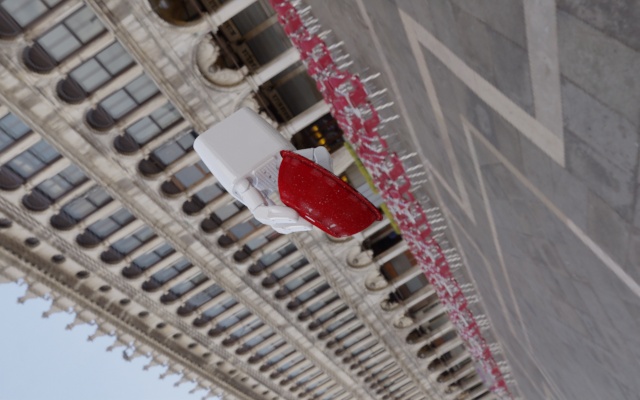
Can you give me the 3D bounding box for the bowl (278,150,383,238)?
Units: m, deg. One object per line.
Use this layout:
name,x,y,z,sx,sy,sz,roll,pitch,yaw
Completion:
bowl,0.001,0.003,0.624,0.162,0.055,0.162,33,-7,5
